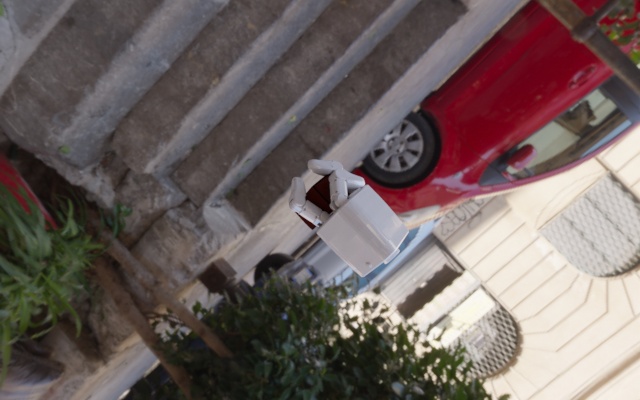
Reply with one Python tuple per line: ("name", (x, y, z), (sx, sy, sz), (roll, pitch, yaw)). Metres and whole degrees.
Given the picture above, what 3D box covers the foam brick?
("foam brick", (0.000, 0.003, 0.802), (0.053, 0.051, 0.078), (-41, -4, -43))
